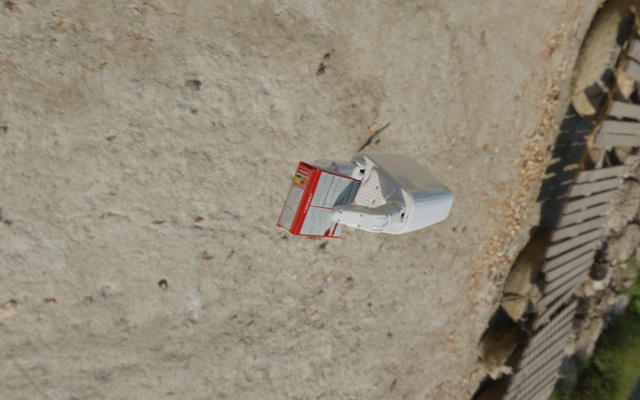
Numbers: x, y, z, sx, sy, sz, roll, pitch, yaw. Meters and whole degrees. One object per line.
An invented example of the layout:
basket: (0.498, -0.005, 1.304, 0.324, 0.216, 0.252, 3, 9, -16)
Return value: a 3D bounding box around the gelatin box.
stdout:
gelatin box: (0.000, 0.002, 0.521, 0.030, 0.073, 0.089, 26, 10, 35)
